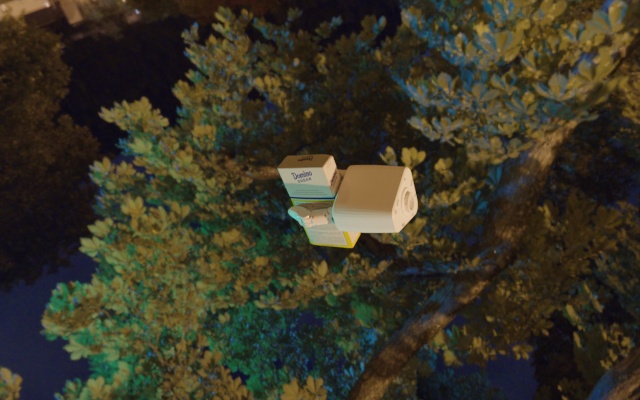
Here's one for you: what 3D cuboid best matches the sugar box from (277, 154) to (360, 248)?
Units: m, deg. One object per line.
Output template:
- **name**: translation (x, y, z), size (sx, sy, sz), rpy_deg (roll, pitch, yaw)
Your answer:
- **sugar box**: translation (0.001, 0.002, 0.835), size (0.093, 0.176, 0.048), rpy_deg (2, 37, 31)
